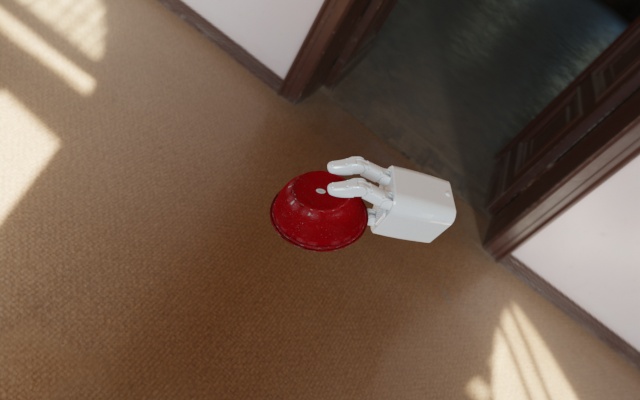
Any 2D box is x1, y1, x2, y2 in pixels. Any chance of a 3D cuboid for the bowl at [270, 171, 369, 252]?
[{"bbox_3d":[-0.001,0.002,0.759,0.162,0.162,0.055,0,-45,-6],"label":"bowl"}]
